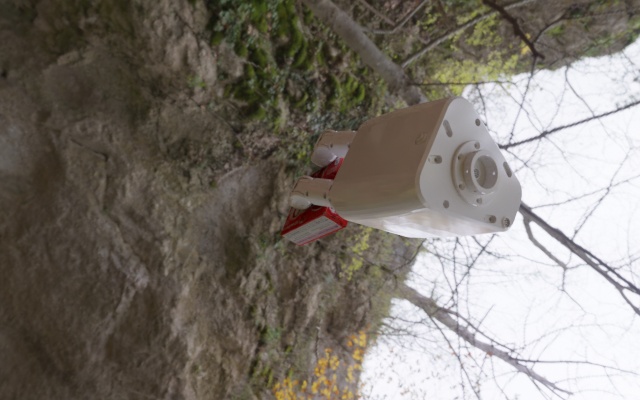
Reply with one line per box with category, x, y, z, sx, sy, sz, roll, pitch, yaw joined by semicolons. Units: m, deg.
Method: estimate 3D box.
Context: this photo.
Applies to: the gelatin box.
gelatin box;0.000;0.002;0.501;0.030;0.073;0.089;32;-32;-21
